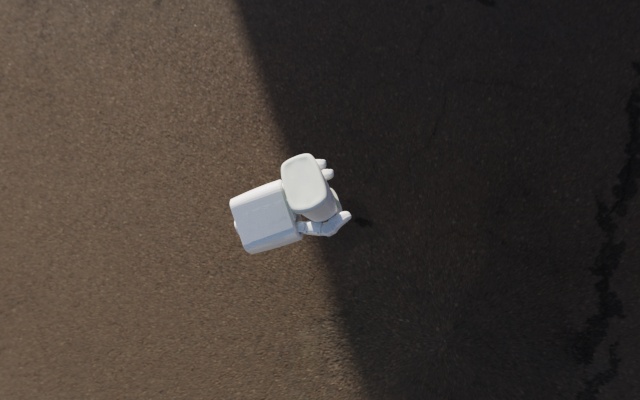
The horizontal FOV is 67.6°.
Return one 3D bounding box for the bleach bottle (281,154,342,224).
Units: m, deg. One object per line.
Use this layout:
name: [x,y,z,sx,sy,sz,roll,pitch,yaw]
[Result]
bleach bottle: [0.000,0.003,0.886,0.068,0.102,0.251,-20,-20,8]
